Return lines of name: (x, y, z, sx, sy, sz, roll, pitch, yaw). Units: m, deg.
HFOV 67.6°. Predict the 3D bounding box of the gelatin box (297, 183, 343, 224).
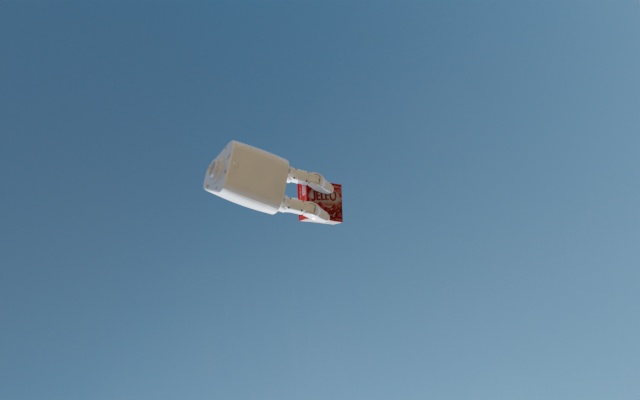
gelatin box: (0.000, 0.003, 0.875, 0.089, 0.073, 0.030, 8, -15, -41)
